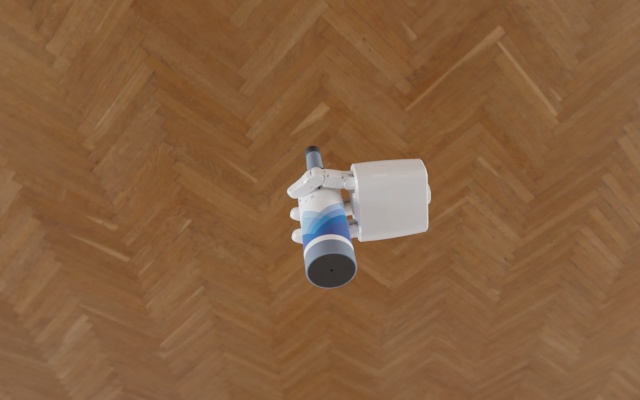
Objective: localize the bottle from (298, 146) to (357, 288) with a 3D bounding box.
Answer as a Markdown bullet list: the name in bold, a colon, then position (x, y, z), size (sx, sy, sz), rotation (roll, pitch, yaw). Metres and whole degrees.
- **bottle**: position (0.000, 0.003, 0.729), size (0.069, 0.069, 0.295), rotation (0, 37, -7)
